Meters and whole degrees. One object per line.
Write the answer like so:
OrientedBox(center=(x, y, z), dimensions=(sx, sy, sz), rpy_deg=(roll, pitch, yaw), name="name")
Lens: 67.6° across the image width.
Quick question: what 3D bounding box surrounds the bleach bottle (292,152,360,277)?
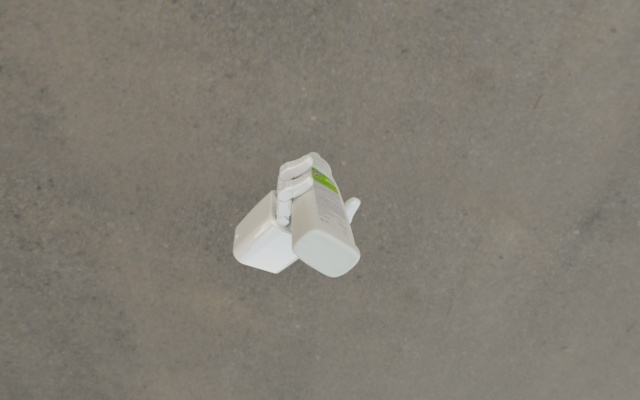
OrientedBox(center=(0.000, 0.003, 0.781), dimensions=(0.102, 0.068, 0.250), rpy_deg=(35, 28, -26), name="bleach bottle")
